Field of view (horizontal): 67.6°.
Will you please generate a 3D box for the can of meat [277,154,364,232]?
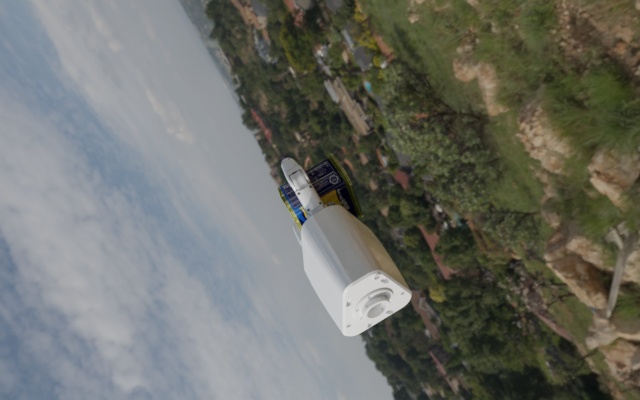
[{"bbox_3d":[0.000,0.002,0.619,0.084,0.057,0.102,-30,-38,-4],"label":"can of meat"}]
